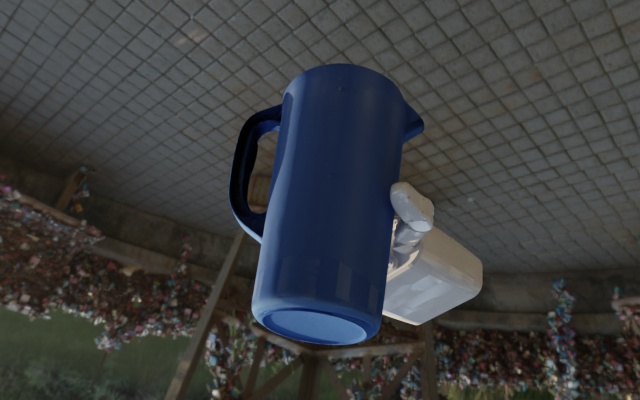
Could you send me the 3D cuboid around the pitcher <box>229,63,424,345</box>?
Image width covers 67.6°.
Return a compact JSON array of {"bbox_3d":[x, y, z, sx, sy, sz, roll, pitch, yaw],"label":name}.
[{"bbox_3d":[0.000,0.002,0.452,0.145,0.242,0.149,29,-36,-30],"label":"pitcher"}]
